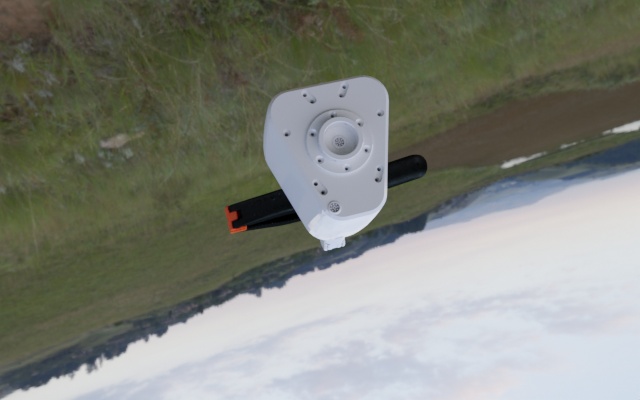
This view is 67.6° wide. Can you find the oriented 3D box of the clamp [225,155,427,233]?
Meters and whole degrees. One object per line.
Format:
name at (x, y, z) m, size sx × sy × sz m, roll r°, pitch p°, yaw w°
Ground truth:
clamp at (0.000, 0.003, 0.542) m, size 0.210 × 0.036 × 0.164 m, roll -14°, pitch -11°, yaw -8°
